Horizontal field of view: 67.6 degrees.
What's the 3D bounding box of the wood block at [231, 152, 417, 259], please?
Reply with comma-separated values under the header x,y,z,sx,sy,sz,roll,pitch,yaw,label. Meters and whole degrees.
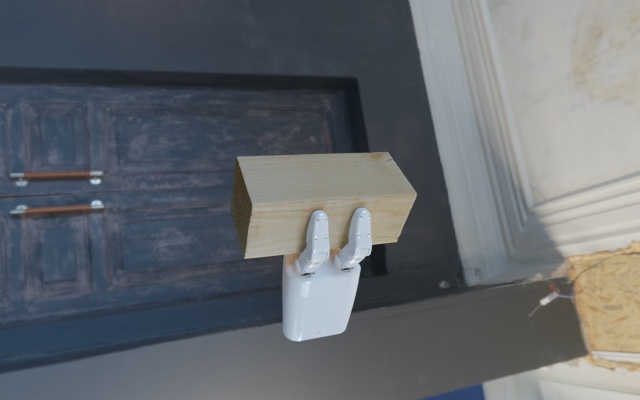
x,y,z,sx,sy,sz,roll,pitch,yaw,label
0.000,0.002,0.601,0.206,0.090,0.090,-4,42,-22,wood block
